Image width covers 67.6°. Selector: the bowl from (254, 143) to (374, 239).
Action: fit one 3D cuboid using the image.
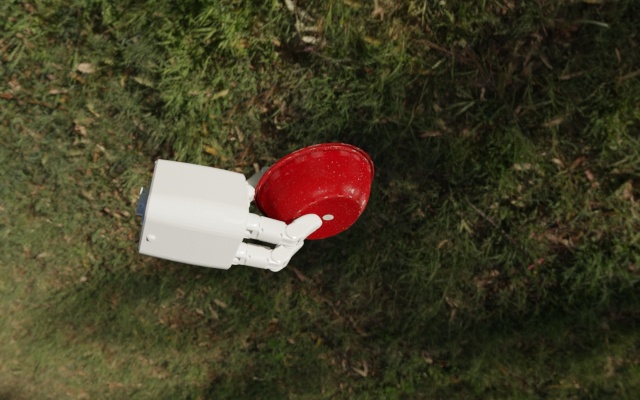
[{"bbox_3d":[0.001,0.002,0.610,0.162,0.055,0.162,-13,-34,-9],"label":"bowl"}]
